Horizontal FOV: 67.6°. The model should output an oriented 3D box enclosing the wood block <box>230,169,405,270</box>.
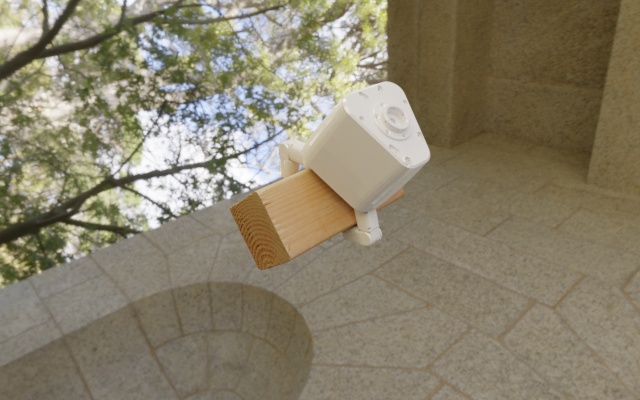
[{"bbox_3d":[0.001,0.002,0.629,0.206,0.091,0.090,-26,0,-35],"label":"wood block"}]
